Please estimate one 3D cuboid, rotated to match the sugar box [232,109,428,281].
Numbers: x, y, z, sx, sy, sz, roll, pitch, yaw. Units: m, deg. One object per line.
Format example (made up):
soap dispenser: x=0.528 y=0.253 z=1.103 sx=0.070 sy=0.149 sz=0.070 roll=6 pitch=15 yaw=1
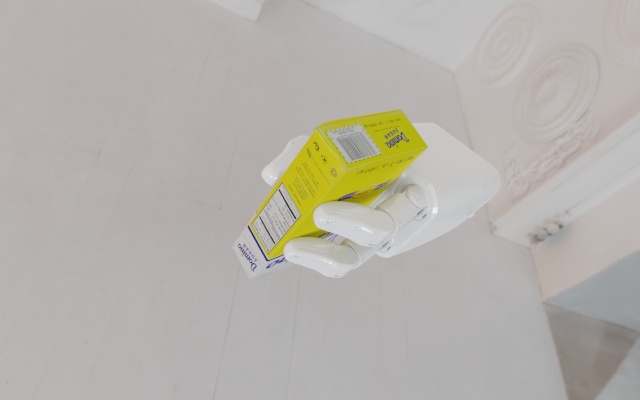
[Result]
sugar box: x=0.001 y=0.002 z=0.400 sx=0.093 sy=0.048 sz=0.176 roll=-17 pitch=-24 yaw=-39
